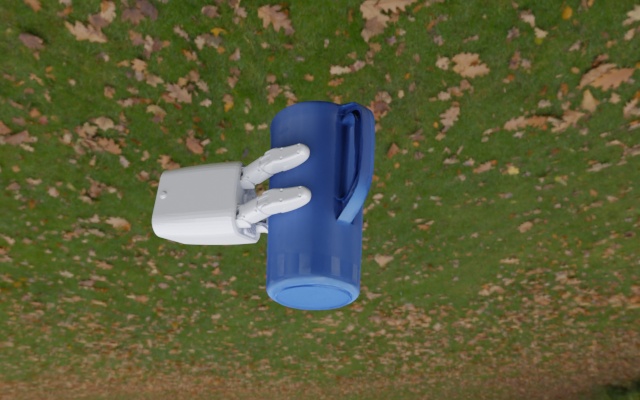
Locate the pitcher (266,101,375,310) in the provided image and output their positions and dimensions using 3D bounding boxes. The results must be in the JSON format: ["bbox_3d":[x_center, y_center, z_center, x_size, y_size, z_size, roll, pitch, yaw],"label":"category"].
[{"bbox_3d":[0.000,0.002,0.594,0.145,0.242,0.149,-3,-29,8],"label":"pitcher"}]
